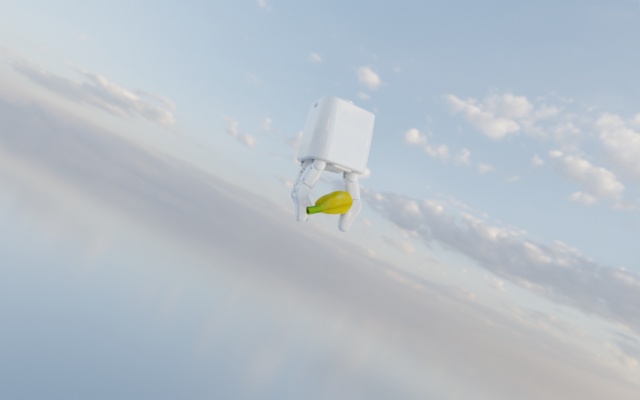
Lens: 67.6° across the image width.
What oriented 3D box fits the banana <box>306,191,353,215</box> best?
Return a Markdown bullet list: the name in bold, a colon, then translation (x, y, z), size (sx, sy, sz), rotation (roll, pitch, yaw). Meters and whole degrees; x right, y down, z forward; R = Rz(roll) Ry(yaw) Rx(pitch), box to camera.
- **banana**: translation (0.019, 0.003, 0.780), size (0.069, 0.037, 0.198), rotation (0, 0, 4)
